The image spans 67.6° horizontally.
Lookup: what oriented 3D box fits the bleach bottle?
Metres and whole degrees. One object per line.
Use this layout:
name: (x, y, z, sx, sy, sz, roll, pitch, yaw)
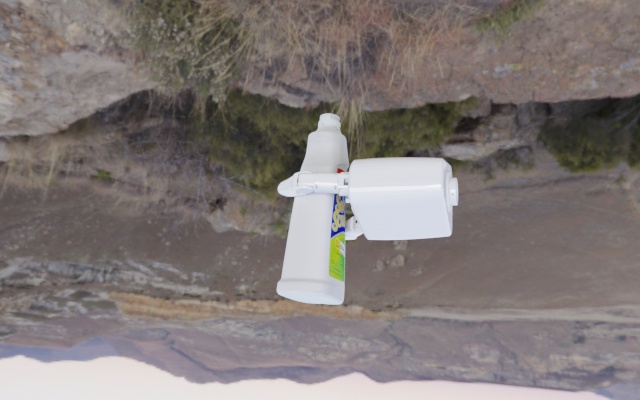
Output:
bleach bottle: (0.000, 0.002, 0.617, 0.068, 0.250, 0.103, -2, -19, 19)
